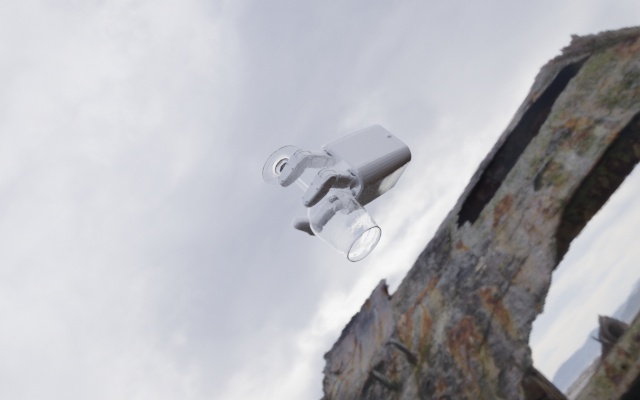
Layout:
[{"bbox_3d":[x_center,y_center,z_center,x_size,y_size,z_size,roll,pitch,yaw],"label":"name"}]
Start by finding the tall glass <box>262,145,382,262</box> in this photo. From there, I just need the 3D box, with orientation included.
[{"bbox_3d":[0.000,0.002,0.699,0.079,0.079,0.201,0,36,-48],"label":"tall glass"}]
